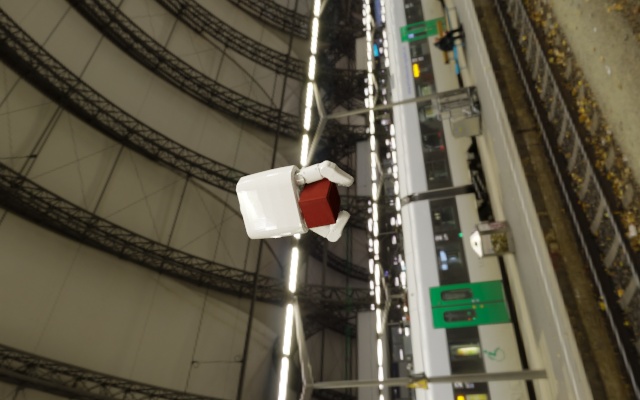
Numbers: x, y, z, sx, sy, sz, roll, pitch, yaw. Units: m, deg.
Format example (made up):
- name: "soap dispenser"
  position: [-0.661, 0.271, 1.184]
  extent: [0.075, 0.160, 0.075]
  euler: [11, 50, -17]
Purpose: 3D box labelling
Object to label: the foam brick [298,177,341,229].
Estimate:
- name: "foam brick"
  position: [0.000, 0.003, 0.801]
  extent: [0.051, 0.053, 0.078]
  euler: [-11, 27, 15]
